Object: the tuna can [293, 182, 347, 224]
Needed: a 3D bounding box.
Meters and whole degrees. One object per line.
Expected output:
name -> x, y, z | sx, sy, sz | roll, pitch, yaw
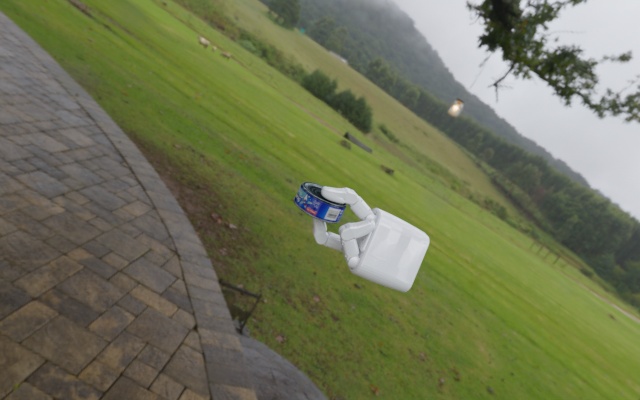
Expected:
tuna can -> 0.000, 0.002, 0.805 | 0.086, 0.034, 0.086 | 24, 16, -7
